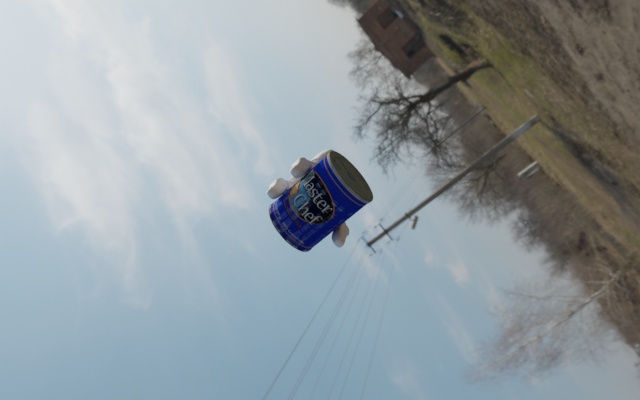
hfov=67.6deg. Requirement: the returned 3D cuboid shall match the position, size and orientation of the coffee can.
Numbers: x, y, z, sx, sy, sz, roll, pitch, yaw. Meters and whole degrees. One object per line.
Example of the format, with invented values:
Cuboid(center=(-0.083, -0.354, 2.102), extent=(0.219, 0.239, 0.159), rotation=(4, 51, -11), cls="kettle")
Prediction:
Cuboid(center=(0.000, 0.003, 0.779), extent=(0.140, 0.102, 0.103), rotation=(-40, -16, 20), cls="coffee can")
